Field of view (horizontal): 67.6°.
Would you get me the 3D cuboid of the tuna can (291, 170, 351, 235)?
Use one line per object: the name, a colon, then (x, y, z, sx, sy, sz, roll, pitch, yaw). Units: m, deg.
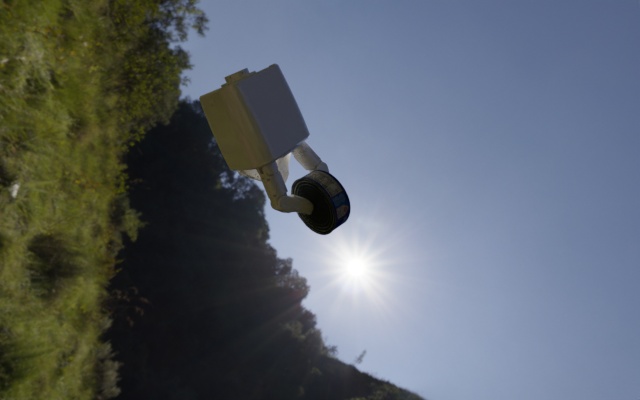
tuna can: (0.001, 0.002, 0.654, 0.033, 0.086, 0.086, -32, 19, -34)
